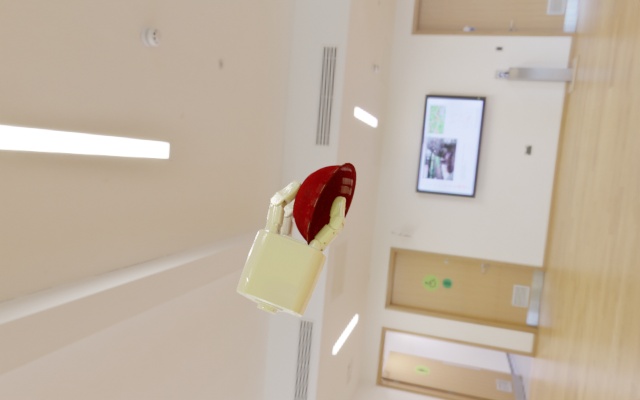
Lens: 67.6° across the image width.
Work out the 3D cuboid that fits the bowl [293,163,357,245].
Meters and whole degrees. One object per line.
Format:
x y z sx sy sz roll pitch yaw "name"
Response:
0.000 0.002 0.816 0.055 0.162 0.162 24 9 22 "bowl"
